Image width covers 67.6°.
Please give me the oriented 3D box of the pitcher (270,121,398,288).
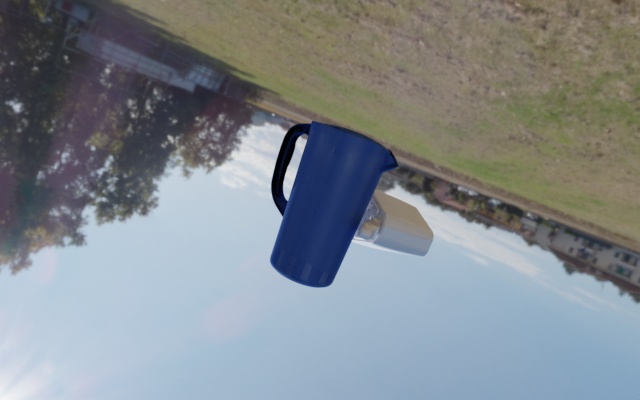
[{"bbox_3d":[0.000,0.003,0.749,0.145,0.243,0.149,18,8,-26],"label":"pitcher"}]
